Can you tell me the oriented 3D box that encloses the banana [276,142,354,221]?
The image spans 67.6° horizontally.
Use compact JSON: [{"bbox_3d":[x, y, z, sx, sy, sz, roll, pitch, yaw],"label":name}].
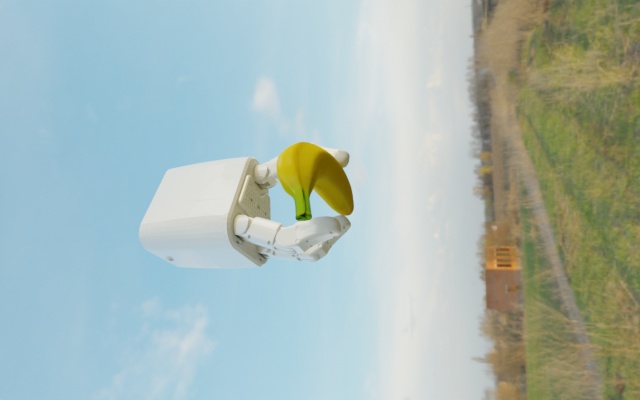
[{"bbox_3d":[-0.003,-0.017,0.441,0.037,0.069,0.198,-7,-2,15],"label":"banana"}]
